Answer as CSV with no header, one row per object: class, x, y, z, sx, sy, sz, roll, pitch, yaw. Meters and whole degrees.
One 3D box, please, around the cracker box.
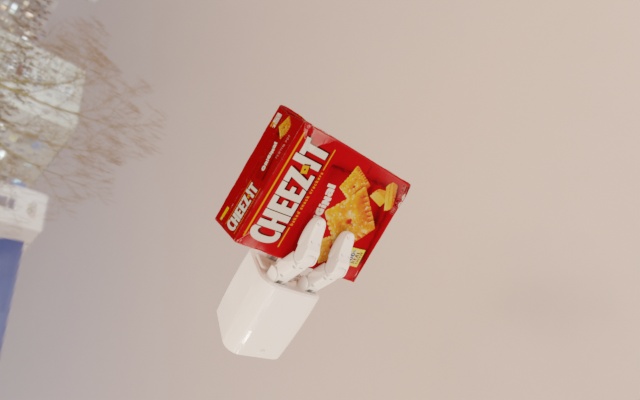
cracker box,0.000,0.002,0.621,0.214,0.164,0.072,25,8,-41
